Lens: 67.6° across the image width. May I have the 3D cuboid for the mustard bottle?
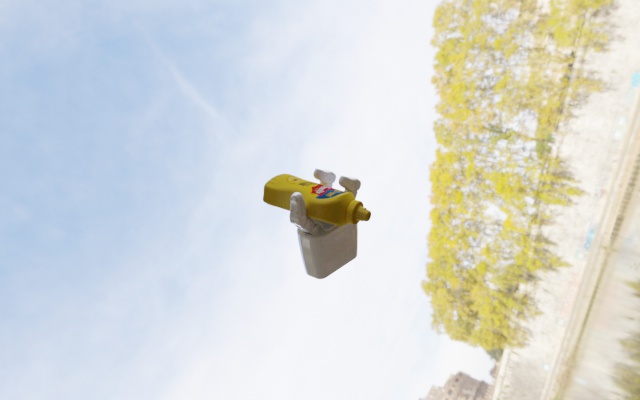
[{"bbox_3d":[0.000,0.002,0.829,0.191,0.058,0.096,17,18,30],"label":"mustard bottle"}]
